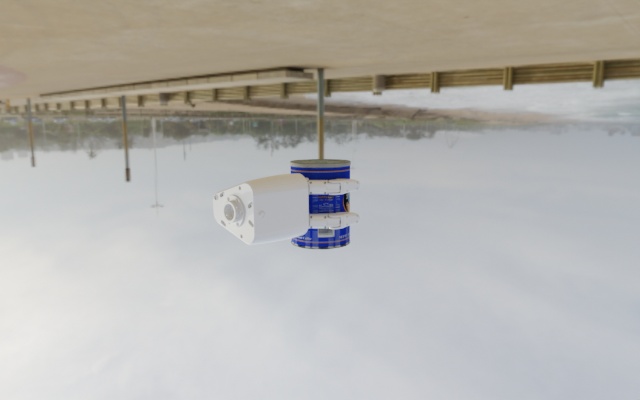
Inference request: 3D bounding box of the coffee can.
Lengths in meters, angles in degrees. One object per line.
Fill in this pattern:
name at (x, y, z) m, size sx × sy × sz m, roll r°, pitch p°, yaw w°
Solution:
coffee can at (0.000, 0.002, 0.813) m, size 0.103 × 0.140 × 0.103 m, roll 0°, pitch 9°, yaw 0°
